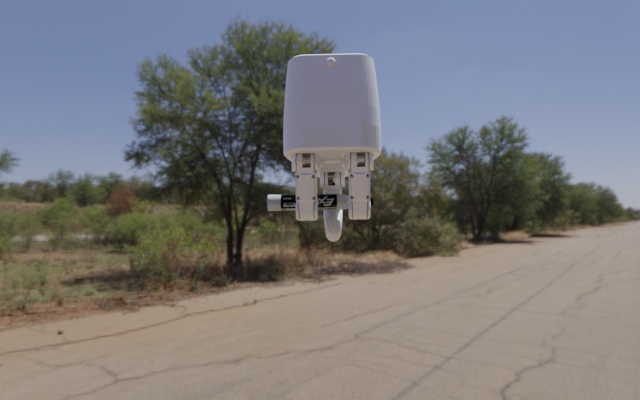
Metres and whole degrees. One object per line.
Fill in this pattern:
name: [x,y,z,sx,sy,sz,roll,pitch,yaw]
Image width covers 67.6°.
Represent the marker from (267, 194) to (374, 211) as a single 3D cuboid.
marker: [0.000,0.002,0.548,0.121,0.020,0.020,-1,0,0]
